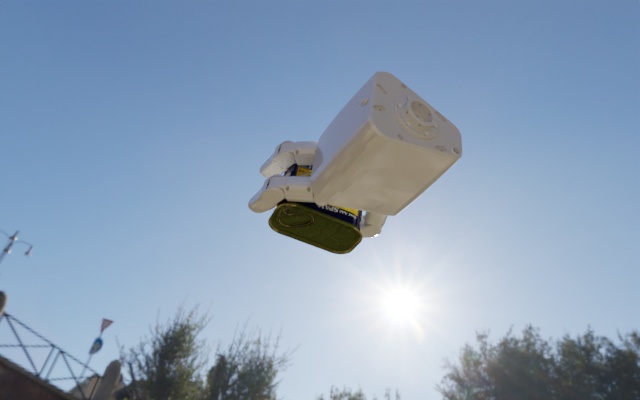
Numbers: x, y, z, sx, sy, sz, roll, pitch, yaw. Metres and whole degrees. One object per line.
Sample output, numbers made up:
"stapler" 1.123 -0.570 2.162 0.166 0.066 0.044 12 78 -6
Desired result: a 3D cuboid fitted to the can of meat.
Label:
"can of meat" 0.000 0.002 0.546 0.102 0.084 0.057 21 -39 -13
